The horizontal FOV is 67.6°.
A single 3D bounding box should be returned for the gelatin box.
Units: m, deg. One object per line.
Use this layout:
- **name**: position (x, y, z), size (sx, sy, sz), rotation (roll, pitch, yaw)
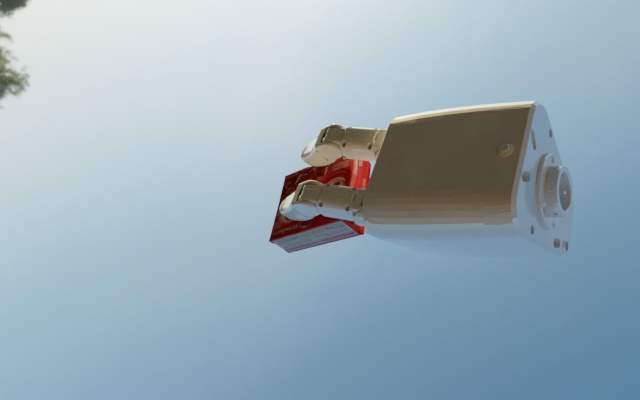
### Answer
- **gelatin box**: position (0.000, 0.002, 0.423), size (0.089, 0.073, 0.030), rotation (-19, -43, 38)
